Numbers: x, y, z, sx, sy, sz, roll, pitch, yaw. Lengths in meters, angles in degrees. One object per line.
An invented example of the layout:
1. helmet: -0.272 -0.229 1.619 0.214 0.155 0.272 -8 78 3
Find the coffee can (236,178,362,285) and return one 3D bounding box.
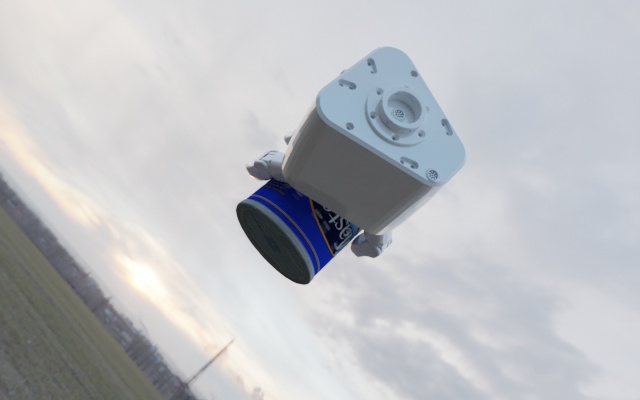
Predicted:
1. coffee can: 0.000 0.002 0.489 0.140 0.103 0.103 -41 20 -25
